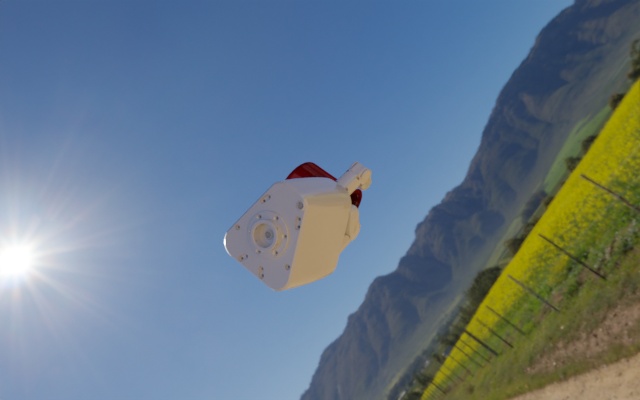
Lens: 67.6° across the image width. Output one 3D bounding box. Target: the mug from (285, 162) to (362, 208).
[{"bbox_3d":[0.001,0.002,0.641,0.081,0.093,0.117,36,16,19],"label":"mug"}]
